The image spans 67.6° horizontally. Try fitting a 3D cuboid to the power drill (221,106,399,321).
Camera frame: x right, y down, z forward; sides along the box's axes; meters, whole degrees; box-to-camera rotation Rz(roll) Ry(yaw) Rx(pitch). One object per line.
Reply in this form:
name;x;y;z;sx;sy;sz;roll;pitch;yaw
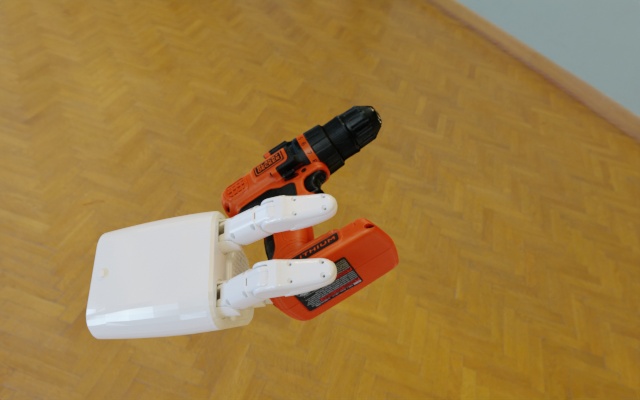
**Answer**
power drill;0.000;0.002;0.435;0.184;0.057;0.187;-34;37;7
